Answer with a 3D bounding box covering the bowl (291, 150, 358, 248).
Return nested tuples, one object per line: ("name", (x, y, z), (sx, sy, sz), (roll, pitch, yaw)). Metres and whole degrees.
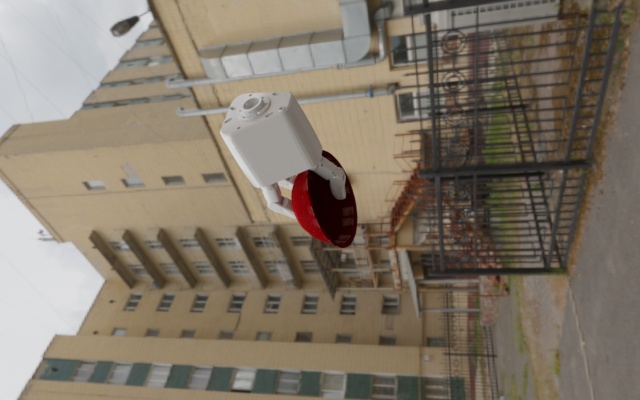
("bowl", (0.000, 0.004, 0.776), (0.055, 0.162, 0.162), (-16, -8, 28))
